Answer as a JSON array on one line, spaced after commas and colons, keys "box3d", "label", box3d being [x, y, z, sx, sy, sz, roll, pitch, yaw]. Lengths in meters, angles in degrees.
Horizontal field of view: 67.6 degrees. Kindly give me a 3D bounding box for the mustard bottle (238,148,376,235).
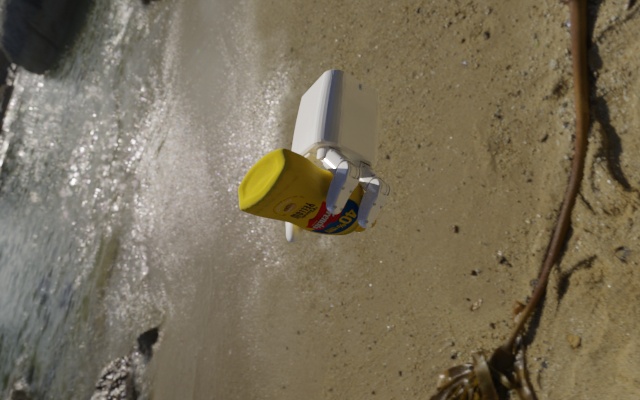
[{"box3d": [0.000, 0.002, 0.600, 0.192, 0.058, 0.096, 20, -46, -38], "label": "mustard bottle"}]
